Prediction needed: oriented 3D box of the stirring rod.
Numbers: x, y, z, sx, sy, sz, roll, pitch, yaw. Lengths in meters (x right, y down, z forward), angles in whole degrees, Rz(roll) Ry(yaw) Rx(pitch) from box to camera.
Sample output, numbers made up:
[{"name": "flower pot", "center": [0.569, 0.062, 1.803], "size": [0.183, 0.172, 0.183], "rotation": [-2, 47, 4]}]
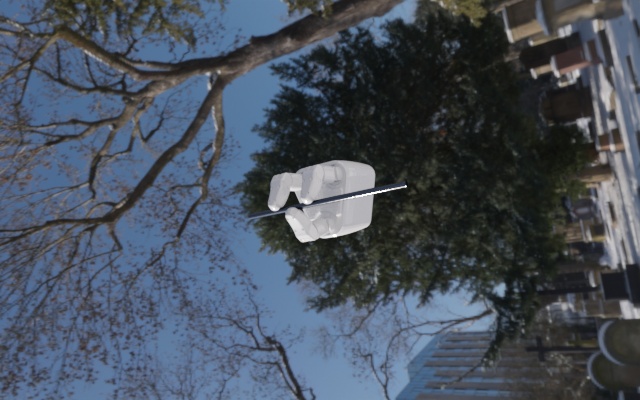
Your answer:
[{"name": "stirring rod", "center": [0.000, 0.002, 0.620], "size": [0.239, 0.011, 0.011], "rotation": [-12, -6, 31]}]
